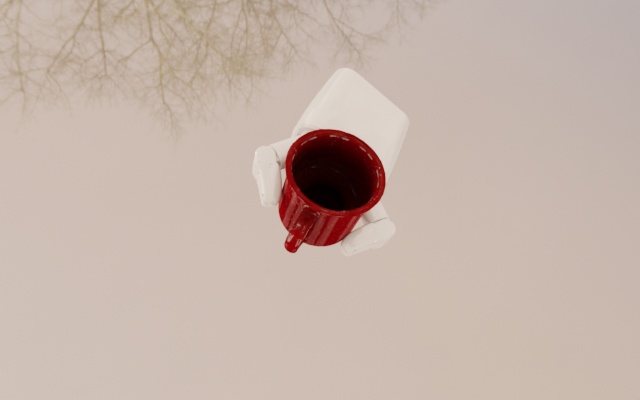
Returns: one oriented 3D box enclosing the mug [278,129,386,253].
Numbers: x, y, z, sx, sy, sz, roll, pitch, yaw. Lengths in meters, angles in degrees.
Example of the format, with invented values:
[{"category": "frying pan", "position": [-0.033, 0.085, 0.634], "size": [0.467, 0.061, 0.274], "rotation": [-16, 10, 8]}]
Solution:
[{"category": "mug", "position": [-0.001, 0.003, 0.450], "size": [0.093, 0.117, 0.081], "rotation": [29, -33, 2]}]
